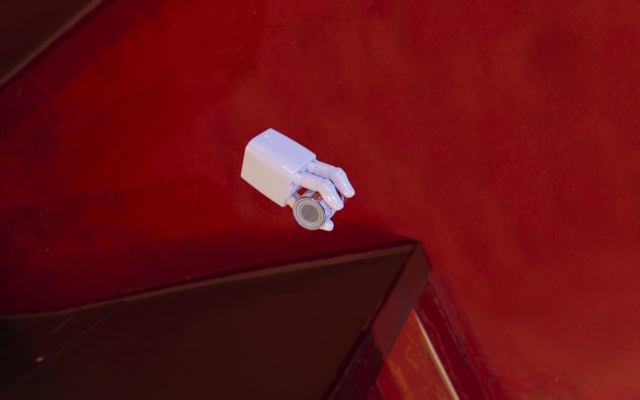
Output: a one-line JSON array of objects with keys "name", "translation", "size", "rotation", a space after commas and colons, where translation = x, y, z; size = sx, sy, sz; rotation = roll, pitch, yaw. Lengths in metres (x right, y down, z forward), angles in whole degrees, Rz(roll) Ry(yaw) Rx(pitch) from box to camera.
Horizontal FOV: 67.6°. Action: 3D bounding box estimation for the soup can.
[{"name": "soup can", "translation": [0.000, 0.003, 0.897], "size": [0.068, 0.068, 0.102], "rotation": [0, 25, 28]}]
